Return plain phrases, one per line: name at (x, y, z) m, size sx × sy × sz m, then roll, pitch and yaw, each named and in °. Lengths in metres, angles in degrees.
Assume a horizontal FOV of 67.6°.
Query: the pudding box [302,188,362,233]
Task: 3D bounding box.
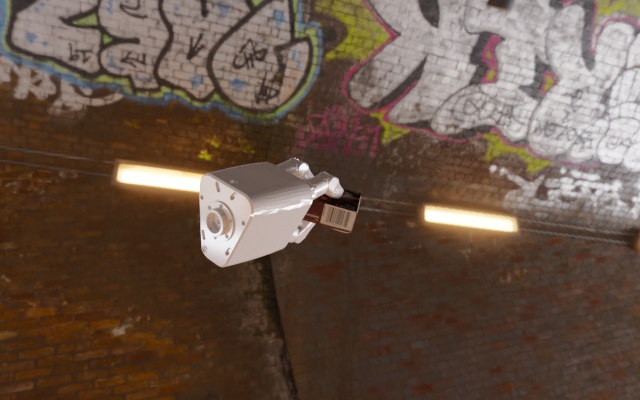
pudding box at (0.000, 0.002, 0.702) m, size 0.113 × 0.039 × 0.090 m, roll 18°, pitch 21°, yaw 3°
